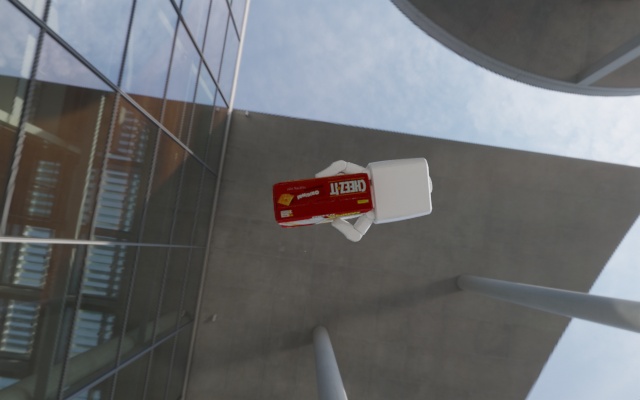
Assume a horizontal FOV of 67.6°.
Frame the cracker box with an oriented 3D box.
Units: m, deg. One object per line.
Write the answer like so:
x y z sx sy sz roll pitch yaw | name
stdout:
0.000 0.003 0.888 0.164 0.072 0.214 -8 -6 -3 | cracker box
